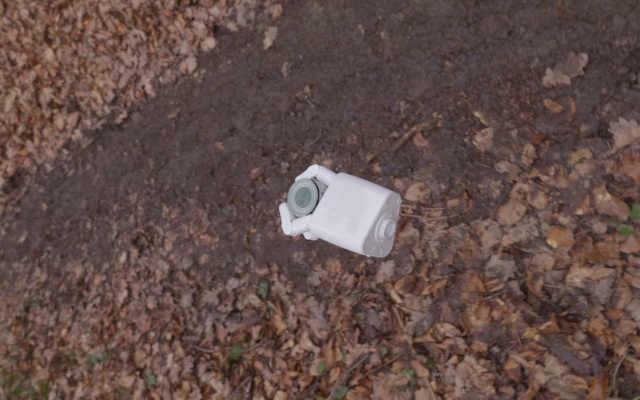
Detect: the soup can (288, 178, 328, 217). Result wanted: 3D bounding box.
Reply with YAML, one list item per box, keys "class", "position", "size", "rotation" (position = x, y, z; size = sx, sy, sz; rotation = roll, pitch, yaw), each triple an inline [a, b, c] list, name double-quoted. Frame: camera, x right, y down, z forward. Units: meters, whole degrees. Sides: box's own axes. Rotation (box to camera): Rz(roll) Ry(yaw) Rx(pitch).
- class: "soup can"
  position: [0.000, 0.002, 0.827]
  size: [0.068, 0.068, 0.102]
  rotation: [0, -9, 37]
